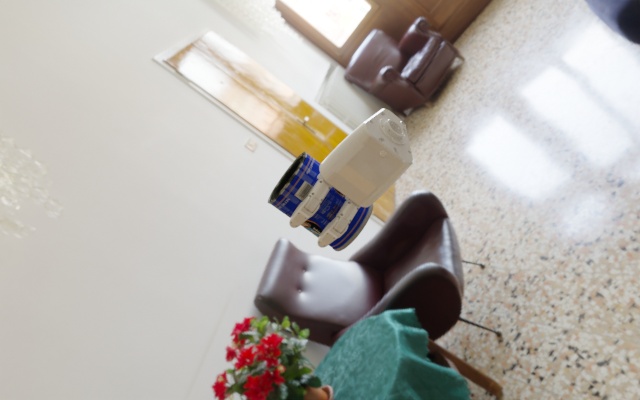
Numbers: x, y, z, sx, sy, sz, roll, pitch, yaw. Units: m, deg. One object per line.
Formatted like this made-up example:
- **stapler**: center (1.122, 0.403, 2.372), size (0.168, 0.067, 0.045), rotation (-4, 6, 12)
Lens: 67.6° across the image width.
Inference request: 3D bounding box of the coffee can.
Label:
- **coffee can**: center (0.000, 0.003, 0.780), size (0.140, 0.103, 0.103), rotation (36, -9, -12)
